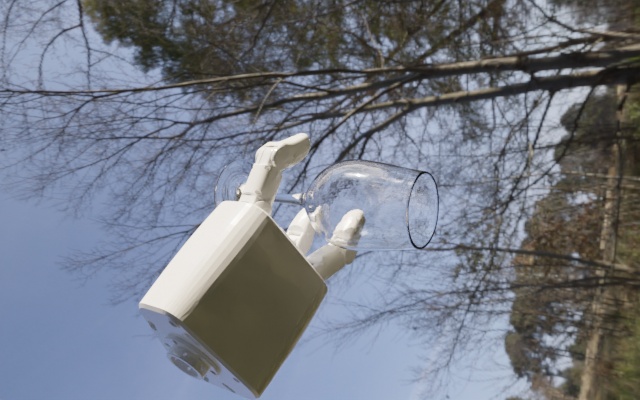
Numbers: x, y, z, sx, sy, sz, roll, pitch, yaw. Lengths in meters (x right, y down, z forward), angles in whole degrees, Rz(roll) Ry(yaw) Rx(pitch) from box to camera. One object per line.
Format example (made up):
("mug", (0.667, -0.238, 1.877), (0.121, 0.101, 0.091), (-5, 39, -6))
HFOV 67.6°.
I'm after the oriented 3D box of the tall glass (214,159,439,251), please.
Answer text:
("tall glass", (0.000, 0.001, 0.430), (0.201, 0.079, 0.079), (4, 2, 35))
